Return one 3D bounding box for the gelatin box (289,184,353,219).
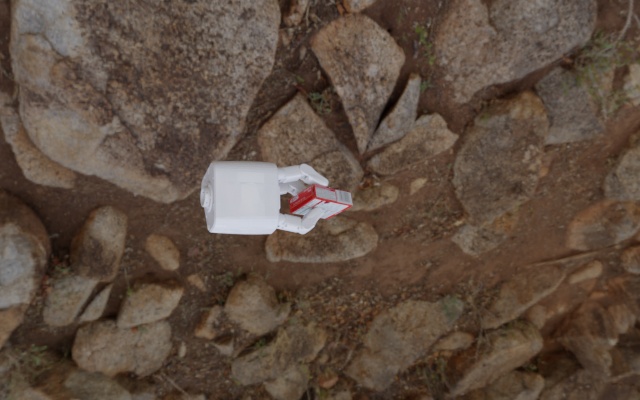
[{"bbox_3d":[0.000,0.003,0.849,0.089,0.030,0.073,12,-29,-37],"label":"gelatin box"}]
